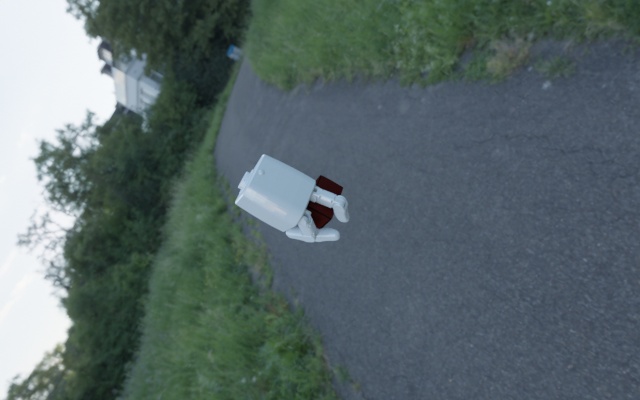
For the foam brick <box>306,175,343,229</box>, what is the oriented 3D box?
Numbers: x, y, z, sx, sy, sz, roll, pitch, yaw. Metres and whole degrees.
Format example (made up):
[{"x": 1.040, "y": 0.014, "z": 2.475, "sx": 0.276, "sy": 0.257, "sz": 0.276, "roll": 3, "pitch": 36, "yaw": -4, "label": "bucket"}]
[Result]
[{"x": 0.000, "y": 0.003, "z": 0.885, "sx": 0.051, "sy": 0.078, "sz": 0.053, "roll": 29, "pitch": -35, "yaw": -10, "label": "foam brick"}]
